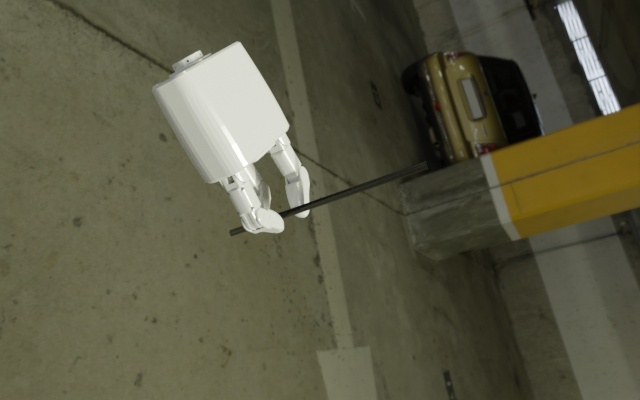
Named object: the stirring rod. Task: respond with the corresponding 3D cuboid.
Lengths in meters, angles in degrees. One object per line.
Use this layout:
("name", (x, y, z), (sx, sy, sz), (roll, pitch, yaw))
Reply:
("stirring rod", (0.000, 0.002, 0.514), (0.239, 0.011, 0.011), (-19, -8, 23))
